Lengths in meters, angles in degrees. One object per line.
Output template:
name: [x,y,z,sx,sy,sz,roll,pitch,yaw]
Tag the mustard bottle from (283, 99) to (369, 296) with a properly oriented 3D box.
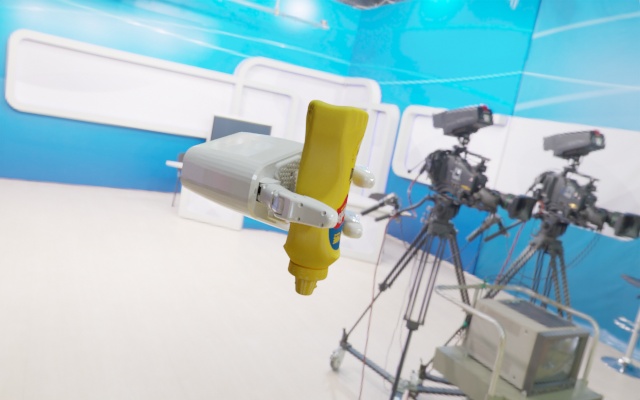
mustard bottle: [0.000,0.001,0.470,0.058,0.191,0.096,13,10,6]
